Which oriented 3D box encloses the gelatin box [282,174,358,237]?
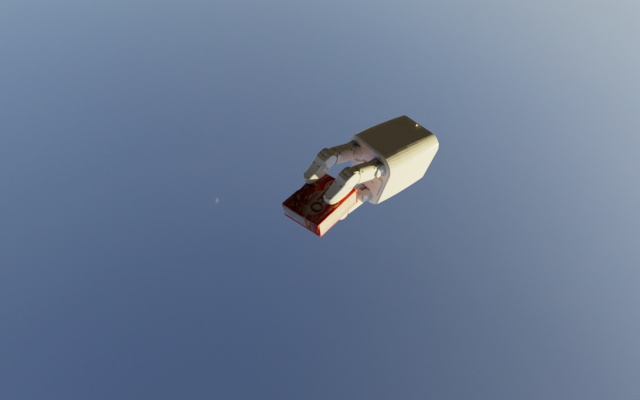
[{"bbox_3d":[0.000,0.003,0.705,0.073,0.030,0.089,30,58,31],"label":"gelatin box"}]
